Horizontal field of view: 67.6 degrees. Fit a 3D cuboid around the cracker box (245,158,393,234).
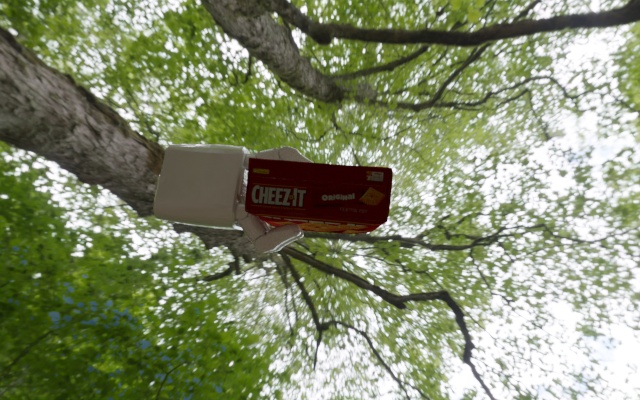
[{"bbox_3d":[0.000,0.002,0.634,0.164,0.072,0.214,4,-6,2],"label":"cracker box"}]
